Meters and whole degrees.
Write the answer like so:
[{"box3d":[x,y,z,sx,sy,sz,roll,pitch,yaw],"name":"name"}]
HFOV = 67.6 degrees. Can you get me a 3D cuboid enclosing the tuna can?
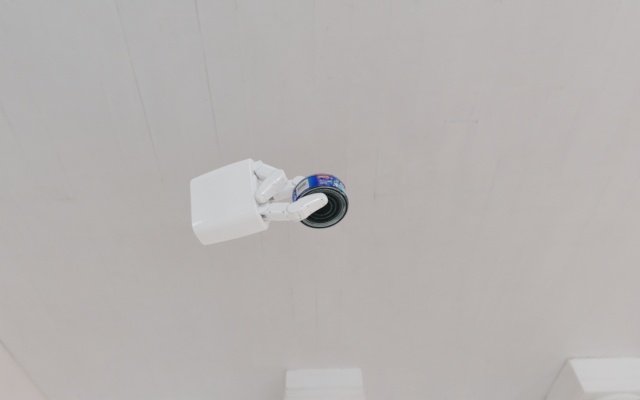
[{"box3d":[0.000,0.003,0.735,0.086,0.086,0.033,0,38,-9],"name":"tuna can"}]
